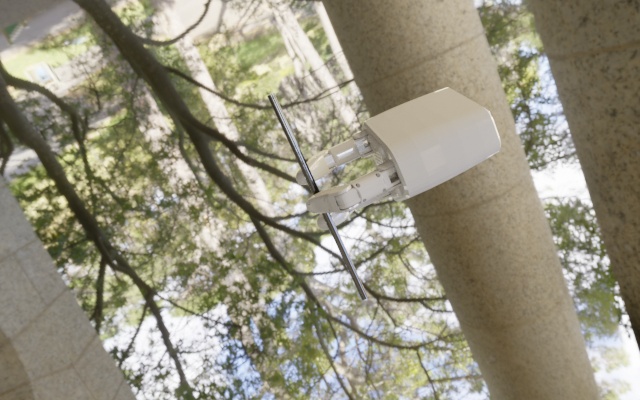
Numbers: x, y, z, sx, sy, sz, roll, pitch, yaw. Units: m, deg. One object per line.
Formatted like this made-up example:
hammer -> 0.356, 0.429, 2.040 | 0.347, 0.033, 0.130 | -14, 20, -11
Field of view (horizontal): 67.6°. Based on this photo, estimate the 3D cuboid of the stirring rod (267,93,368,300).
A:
stirring rod -> 0.000, 0.002, 0.498 | 0.011, 0.239, 0.011 | -23, 14, 6
